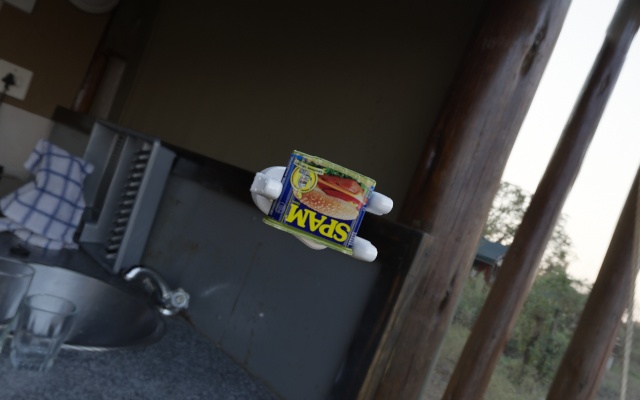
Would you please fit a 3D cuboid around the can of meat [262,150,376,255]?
[{"bbox_3d":[0.000,0.001,0.518,0.102,0.084,0.057,21,-1,-11],"label":"can of meat"}]
